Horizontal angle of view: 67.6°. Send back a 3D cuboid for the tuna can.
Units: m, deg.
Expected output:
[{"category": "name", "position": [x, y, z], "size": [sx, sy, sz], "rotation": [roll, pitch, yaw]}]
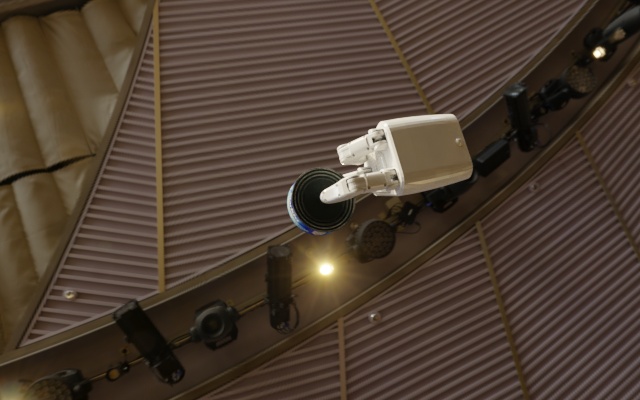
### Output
[{"category": "tuna can", "position": [0.000, 0.002, 0.625], "size": [0.086, 0.086, 0.034], "rotation": [0, -13, -17]}]
